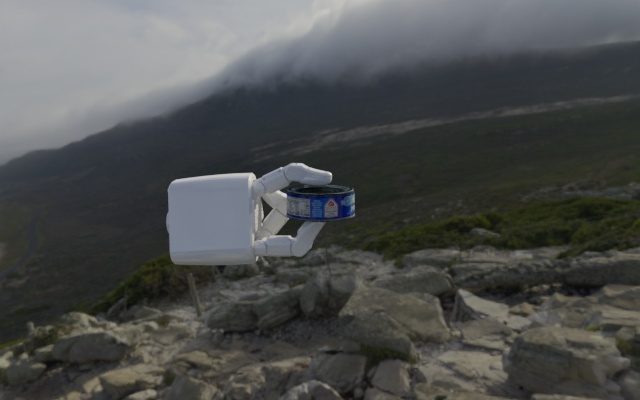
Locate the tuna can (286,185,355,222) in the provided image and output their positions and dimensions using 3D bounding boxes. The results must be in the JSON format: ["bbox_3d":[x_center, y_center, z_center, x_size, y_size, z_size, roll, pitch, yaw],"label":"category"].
[{"bbox_3d":[0.000,0.001,0.592,0.086,0.034,0.086,0,10,0],"label":"tuna can"}]
